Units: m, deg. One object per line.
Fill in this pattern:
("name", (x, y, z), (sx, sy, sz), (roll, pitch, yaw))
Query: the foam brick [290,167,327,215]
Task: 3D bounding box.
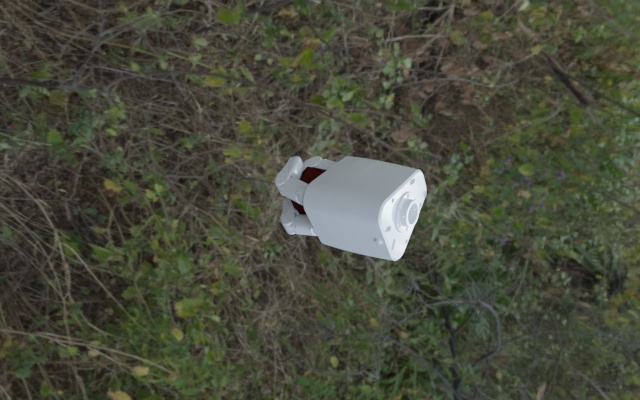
("foam brick", (0.000, 0.002, 0.643), (0.051, 0.053, 0.078), (14, -36, 36))
